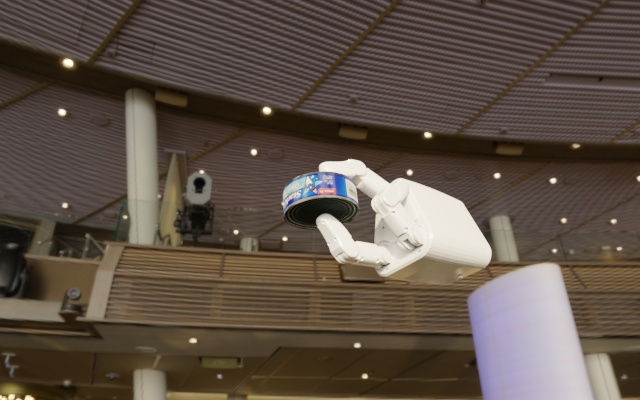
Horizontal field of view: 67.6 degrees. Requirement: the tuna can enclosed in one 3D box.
[{"bbox_3d":[0.000,0.001,0.542,0.086,0.033,0.086,-4,-27,-2],"label":"tuna can"}]
